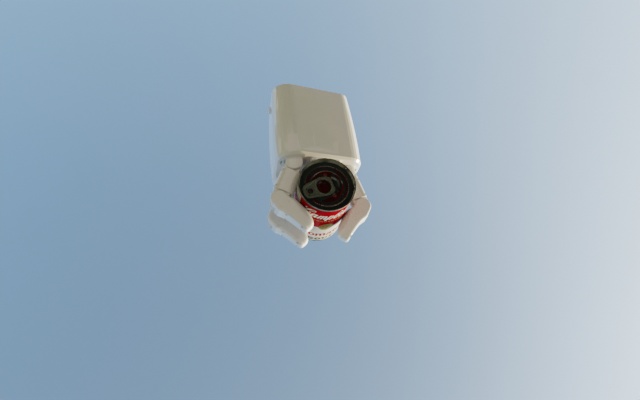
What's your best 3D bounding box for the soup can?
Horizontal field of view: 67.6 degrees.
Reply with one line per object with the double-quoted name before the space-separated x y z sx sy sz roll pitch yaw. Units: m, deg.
"soup can" 0.000 0.003 0.590 0.068 0.068 0.102 0 -25 -10
